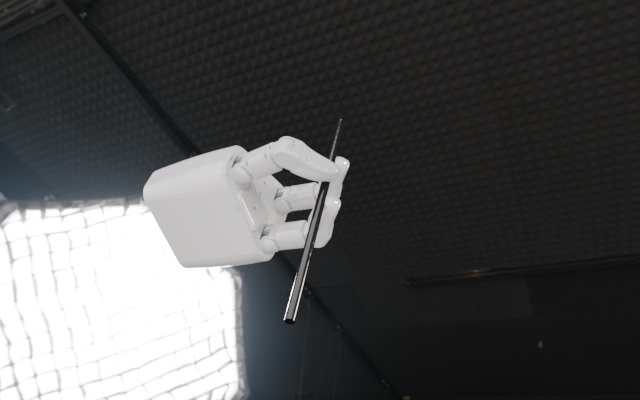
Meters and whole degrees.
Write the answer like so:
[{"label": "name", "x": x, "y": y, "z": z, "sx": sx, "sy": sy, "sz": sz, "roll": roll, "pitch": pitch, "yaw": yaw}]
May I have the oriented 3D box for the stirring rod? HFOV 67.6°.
[{"label": "stirring rod", "x": 0.000, "y": 0.001, "z": 0.419, "sx": 0.011, "sy": 0.011, "sz": 0.239, "roll": 0, "pitch": 44, "yaw": 15}]
